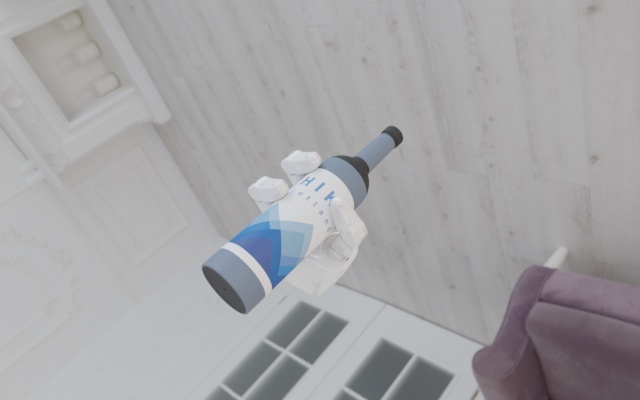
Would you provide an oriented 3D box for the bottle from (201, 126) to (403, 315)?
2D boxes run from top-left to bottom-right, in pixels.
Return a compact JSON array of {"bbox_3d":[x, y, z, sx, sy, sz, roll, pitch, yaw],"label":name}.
[{"bbox_3d":[0.000,0.002,0.541,0.295,0.069,0.069,-42,24,-29],"label":"bottle"}]
